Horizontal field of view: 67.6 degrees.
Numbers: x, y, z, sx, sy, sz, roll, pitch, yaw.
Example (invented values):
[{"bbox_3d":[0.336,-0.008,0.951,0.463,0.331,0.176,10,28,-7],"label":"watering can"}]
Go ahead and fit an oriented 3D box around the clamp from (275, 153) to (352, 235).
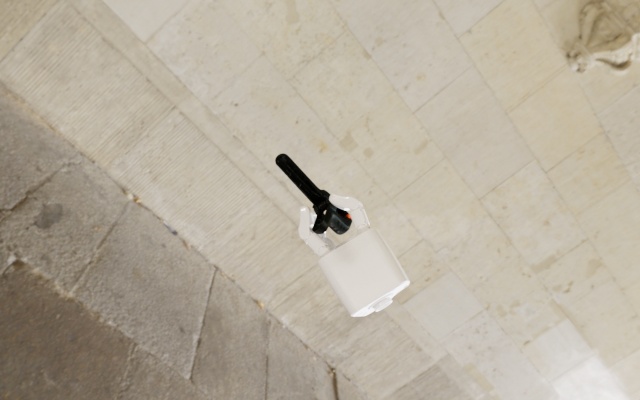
[{"bbox_3d":[0.001,0.003,0.850,0.036,0.164,0.210,-36,-23,13],"label":"clamp"}]
